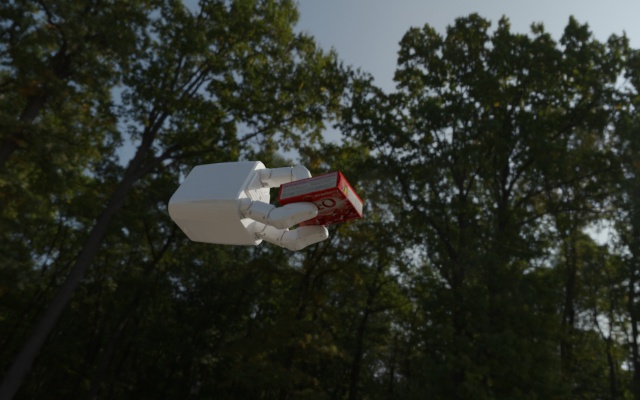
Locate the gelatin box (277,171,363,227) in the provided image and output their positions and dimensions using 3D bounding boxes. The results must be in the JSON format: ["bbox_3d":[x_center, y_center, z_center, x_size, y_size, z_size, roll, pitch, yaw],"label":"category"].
[{"bbox_3d":[0.000,0.002,0.619,0.089,0.030,0.073,-13,-39,25],"label":"gelatin box"}]
